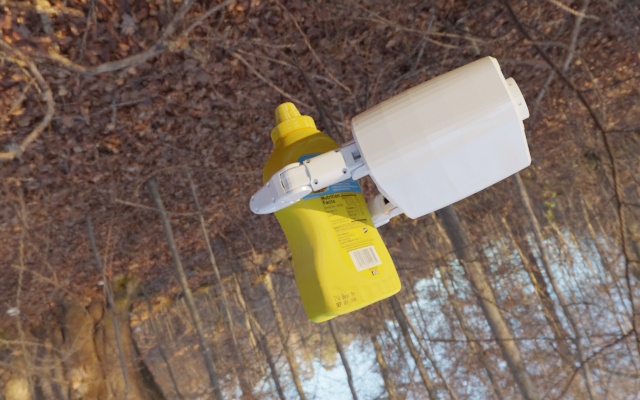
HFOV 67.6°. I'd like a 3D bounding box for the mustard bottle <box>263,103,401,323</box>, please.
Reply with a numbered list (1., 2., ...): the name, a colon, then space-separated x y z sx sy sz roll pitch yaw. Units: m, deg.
1. mustard bottle: 0.000 0.002 0.417 0.096 0.191 0.058 -8 -18 -46
